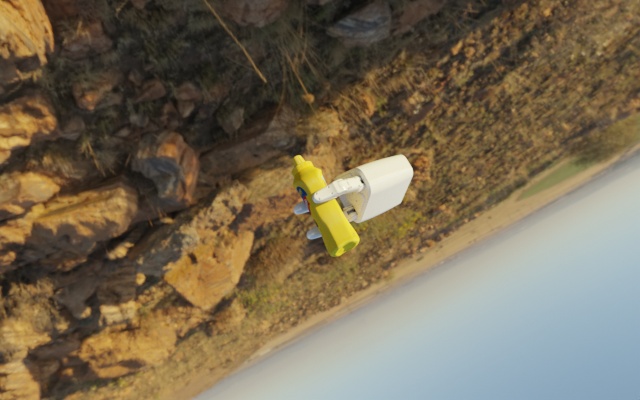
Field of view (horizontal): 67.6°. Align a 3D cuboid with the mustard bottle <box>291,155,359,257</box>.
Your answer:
[{"bbox_3d":[0.000,0.003,0.847,0.058,0.191,0.096,-27,-15,-4],"label":"mustard bottle"}]
